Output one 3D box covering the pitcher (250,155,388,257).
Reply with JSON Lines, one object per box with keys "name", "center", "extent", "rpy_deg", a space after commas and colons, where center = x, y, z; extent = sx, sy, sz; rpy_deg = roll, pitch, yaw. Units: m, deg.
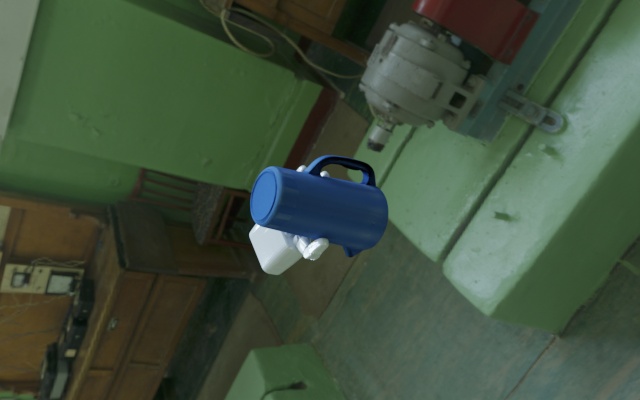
{"name": "pitcher", "center": [0.000, 0.003, 0.892], "extent": [0.243, 0.149, 0.145], "rpy_deg": [13, -42, -34]}
